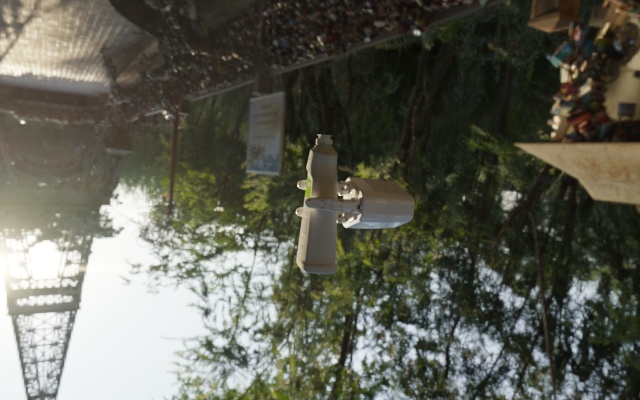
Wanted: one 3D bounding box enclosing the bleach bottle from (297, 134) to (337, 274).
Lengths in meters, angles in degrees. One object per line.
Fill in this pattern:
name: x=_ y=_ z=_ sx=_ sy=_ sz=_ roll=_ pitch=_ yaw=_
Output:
bleach bottle: x=0.000 y=0.003 z=0.891 sx=0.068 sy=0.251 sz=0.102 roll=3 pitch=4 yaw=-15
